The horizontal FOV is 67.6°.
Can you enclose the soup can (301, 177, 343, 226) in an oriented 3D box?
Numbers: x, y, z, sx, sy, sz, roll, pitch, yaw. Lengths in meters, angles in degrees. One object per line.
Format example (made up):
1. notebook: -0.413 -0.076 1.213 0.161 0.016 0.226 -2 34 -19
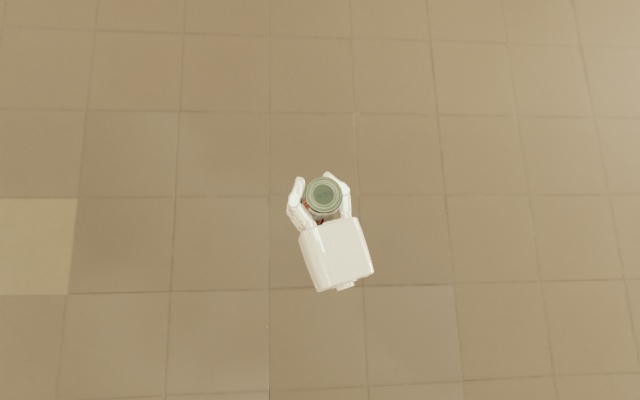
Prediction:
1. soup can: 0.000 0.002 0.866 0.068 0.068 0.102 0 -15 -6
